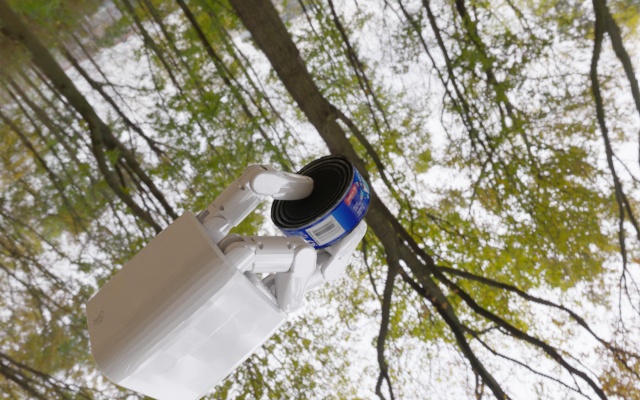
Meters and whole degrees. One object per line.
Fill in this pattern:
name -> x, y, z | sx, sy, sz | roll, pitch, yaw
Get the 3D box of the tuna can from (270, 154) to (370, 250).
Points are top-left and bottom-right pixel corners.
tuna can -> 0.000, 0.002, 0.417 | 0.086, 0.086, 0.034 | 0, -41, 46
